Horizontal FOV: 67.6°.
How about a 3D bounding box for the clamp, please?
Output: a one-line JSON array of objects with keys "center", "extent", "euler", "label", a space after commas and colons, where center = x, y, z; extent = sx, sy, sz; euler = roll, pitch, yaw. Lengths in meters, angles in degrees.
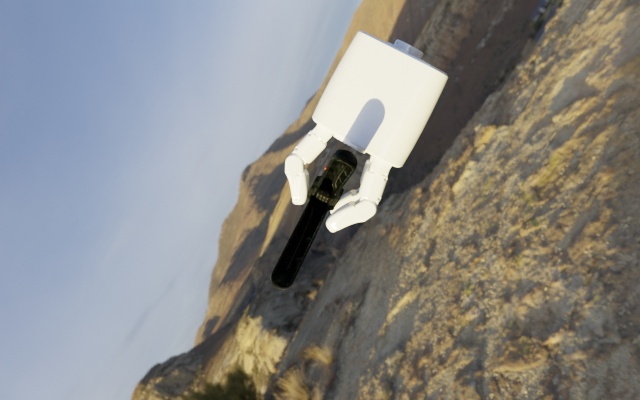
[{"center": [0.000, 0.001, 0.554], "extent": [0.036, 0.164, 0.210], "euler": [28, 16, -2], "label": "clamp"}]
